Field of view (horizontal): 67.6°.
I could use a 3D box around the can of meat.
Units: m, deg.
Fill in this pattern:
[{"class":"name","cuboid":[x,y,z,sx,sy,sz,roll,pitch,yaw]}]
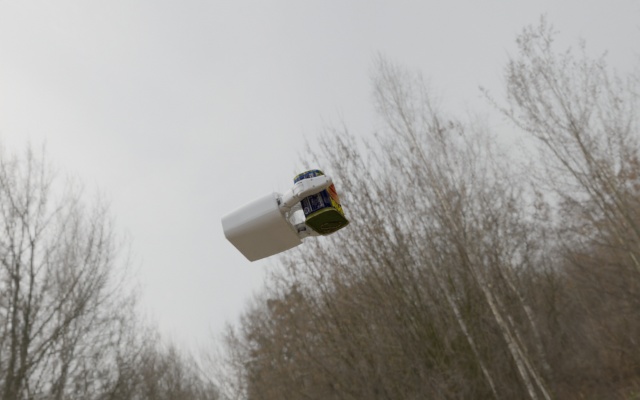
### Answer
[{"class":"can of meat","cuboid":[0.000,0.002,0.822,0.057,0.084,0.102,-25,-25,12]}]
